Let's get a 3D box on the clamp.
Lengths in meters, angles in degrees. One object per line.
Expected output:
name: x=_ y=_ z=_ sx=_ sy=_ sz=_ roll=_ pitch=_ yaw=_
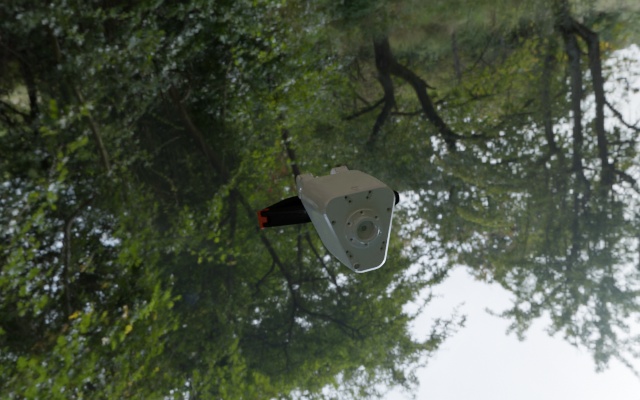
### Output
clamp: x=0.000 y=0.003 z=0.766 sx=0.210 sy=0.036 sz=0.164 roll=-13 pitch=15 yaw=-13
